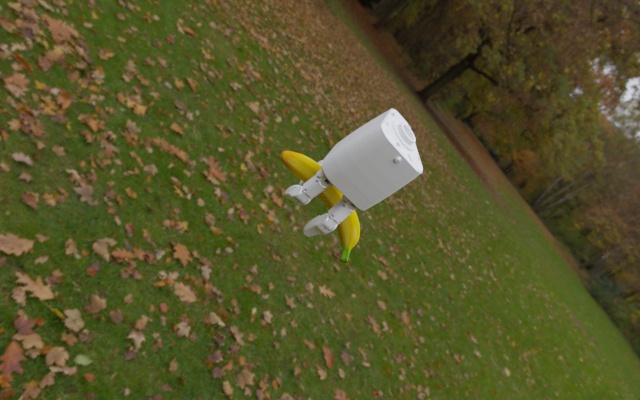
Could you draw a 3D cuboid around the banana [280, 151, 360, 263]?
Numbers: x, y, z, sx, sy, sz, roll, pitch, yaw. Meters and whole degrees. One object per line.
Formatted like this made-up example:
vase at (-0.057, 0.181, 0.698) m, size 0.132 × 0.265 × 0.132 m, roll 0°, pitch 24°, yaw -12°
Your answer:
banana at (0.011, -0.002, 0.748) m, size 0.037 × 0.198 × 0.069 m, roll -26°, pitch 9°, yaw 39°
